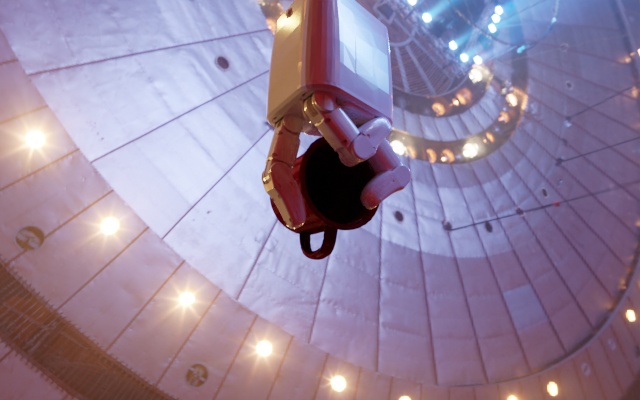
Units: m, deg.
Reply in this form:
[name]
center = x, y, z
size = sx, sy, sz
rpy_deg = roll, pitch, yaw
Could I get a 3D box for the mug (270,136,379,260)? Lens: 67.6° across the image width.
[mug]
center = 0.000, 0.003, 0.479
size = 0.093, 0.117, 0.081
rpy_deg = 11, -17, -30
